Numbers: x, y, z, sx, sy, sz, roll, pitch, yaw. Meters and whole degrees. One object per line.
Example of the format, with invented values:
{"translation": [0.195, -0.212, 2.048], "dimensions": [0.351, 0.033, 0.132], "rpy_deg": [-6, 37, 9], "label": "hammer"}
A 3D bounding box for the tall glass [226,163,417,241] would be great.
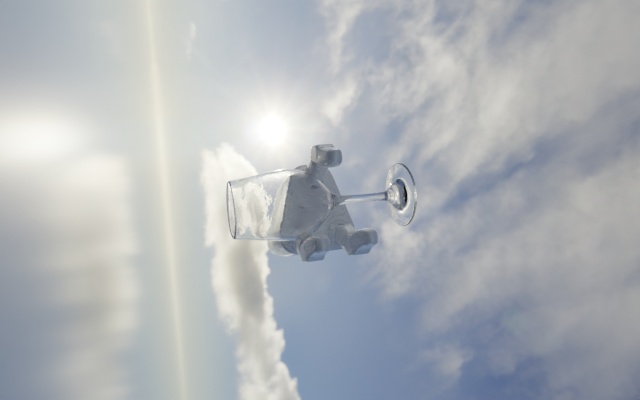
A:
{"translation": [0.001, 0.002, 0.530], "dimensions": [0.201, 0.079, 0.079], "rpy_deg": [-5, 2, -18], "label": "tall glass"}
